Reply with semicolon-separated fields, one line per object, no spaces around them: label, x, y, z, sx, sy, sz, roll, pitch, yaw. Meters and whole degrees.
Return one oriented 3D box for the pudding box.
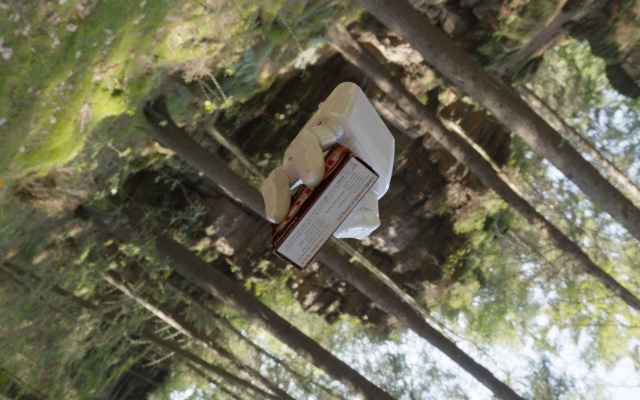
pudding box;0.000;0.002;0.452;0.039;0.113;0.090;35;7;-12
